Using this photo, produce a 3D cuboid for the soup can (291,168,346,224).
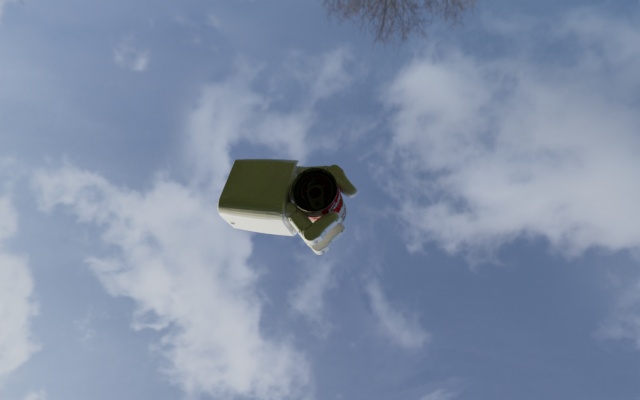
[{"bbox_3d":[0.001,0.002,0.723,0.068,0.068,0.102,0,-21,11],"label":"soup can"}]
